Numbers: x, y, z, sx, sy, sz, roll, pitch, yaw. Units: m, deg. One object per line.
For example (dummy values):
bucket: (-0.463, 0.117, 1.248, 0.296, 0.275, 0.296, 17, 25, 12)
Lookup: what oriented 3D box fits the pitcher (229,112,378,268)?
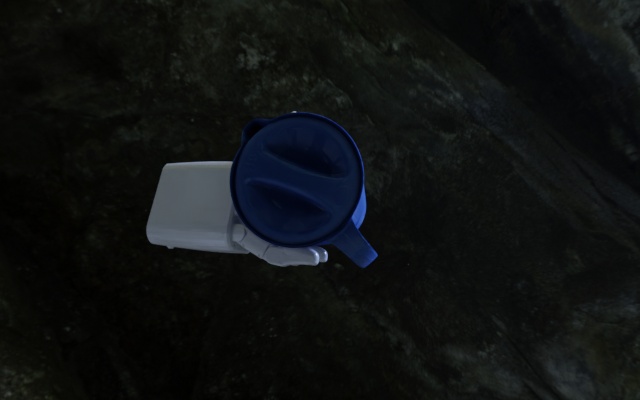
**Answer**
pitcher: (0.000, 0.002, 0.570, 0.145, 0.149, 0.243, 1, -7, 10)
